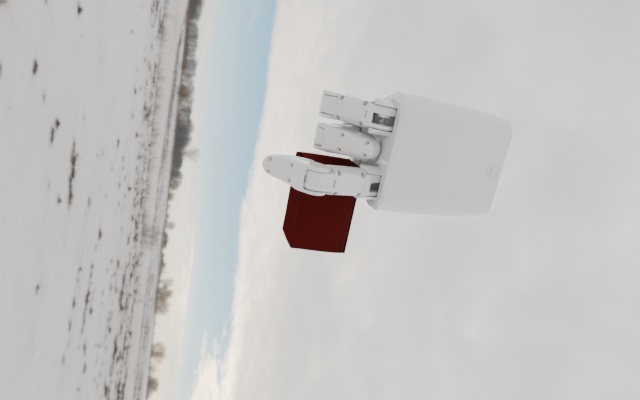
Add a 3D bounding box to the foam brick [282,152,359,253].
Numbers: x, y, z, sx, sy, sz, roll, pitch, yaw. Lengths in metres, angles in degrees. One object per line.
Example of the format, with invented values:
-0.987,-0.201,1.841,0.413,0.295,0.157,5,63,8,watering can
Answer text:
0.000,0.002,0.428,0.051,0.078,0.053,8,16,-14,foam brick
